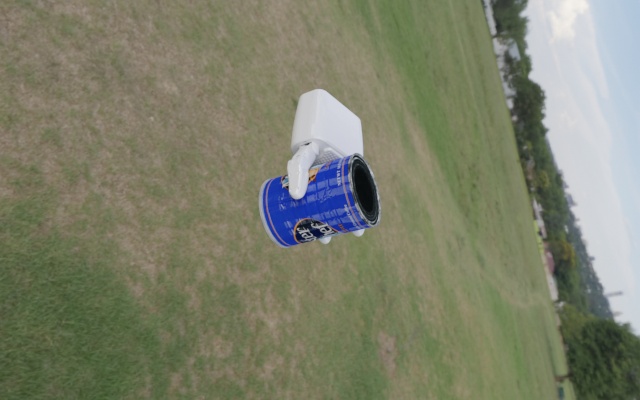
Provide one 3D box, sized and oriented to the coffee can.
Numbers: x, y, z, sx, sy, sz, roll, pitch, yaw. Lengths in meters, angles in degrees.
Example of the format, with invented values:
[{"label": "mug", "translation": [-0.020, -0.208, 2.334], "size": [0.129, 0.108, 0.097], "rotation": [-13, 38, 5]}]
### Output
[{"label": "coffee can", "translation": [0.000, 0.002, 0.664], "size": [0.140, 0.103, 0.103], "rotation": [-15, -6, 24]}]
